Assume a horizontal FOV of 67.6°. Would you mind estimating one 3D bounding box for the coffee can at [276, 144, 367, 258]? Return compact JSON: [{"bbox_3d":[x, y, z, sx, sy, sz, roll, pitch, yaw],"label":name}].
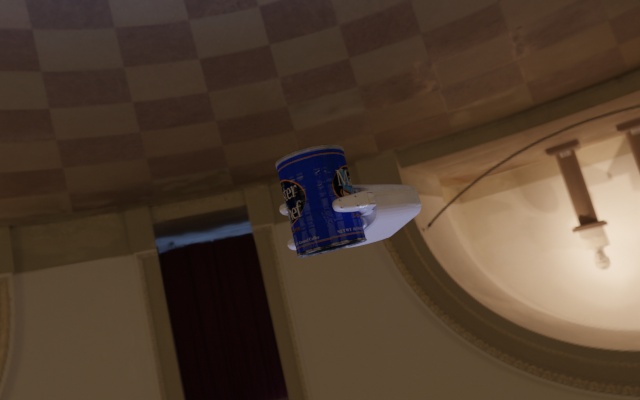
[{"bbox_3d":[0.000,0.002,0.689,0.103,0.140,0.103,-13,-10,-2],"label":"coffee can"}]
